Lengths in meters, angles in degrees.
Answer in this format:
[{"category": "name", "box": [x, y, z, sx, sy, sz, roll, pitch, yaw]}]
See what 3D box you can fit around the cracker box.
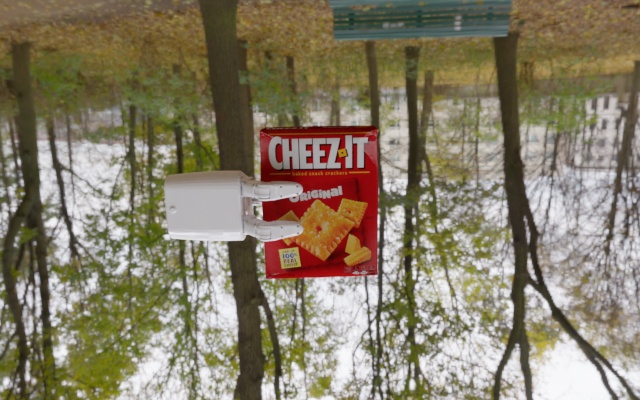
[{"category": "cracker box", "box": [0.000, 0.002, 0.686, 0.164, 0.214, 0.072, -1, 12, 1]}]
